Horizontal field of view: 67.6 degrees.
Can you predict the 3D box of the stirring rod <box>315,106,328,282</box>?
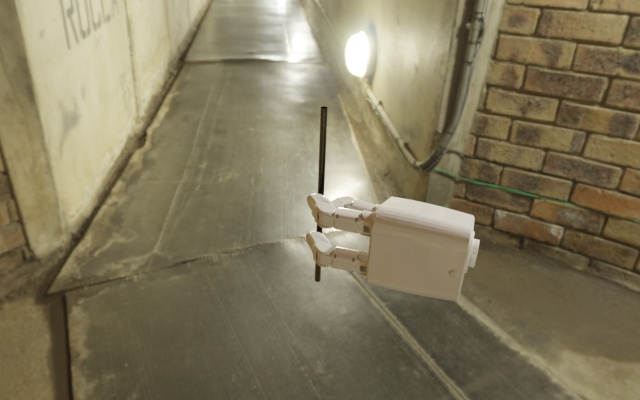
[{"bbox_3d":[0.000,0.002,0.591,0.011,0.240,0.011,2,28,-1],"label":"stirring rod"}]
